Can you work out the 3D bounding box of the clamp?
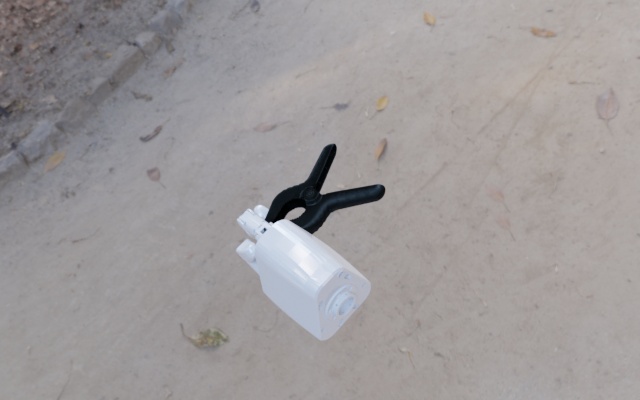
[{"bbox_3d":[0.000,0.002,0.644,0.120,0.171,0.039,33,-20,36],"label":"clamp"}]
